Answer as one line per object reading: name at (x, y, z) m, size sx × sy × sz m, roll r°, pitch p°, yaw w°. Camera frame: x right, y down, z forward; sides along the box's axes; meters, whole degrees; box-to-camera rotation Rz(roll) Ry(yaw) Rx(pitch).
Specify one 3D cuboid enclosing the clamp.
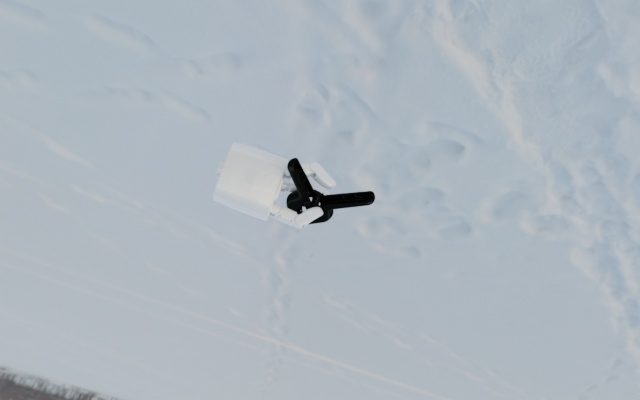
clamp at (0.000, 0.004, 0.898) m, size 0.164 × 0.036 × 0.210 m, roll 21°, pitch -28°, yaw -5°
